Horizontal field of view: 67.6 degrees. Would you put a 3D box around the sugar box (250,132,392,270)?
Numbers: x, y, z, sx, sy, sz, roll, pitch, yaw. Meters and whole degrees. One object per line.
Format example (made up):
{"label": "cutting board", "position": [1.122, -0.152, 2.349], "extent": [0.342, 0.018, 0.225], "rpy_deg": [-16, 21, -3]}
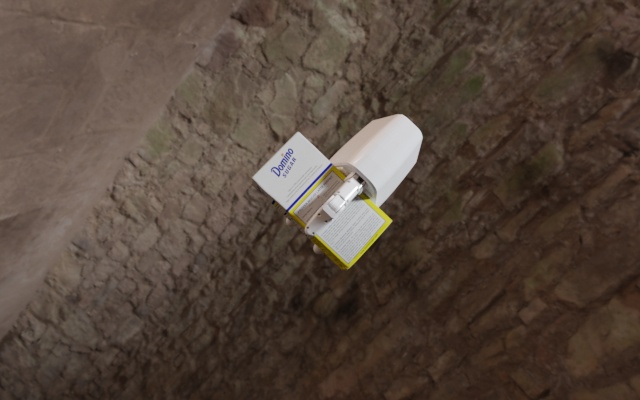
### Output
{"label": "sugar box", "position": [0.000, 0.002, 0.646], "extent": [0.176, 0.093, 0.048], "rpy_deg": [44, -13, 1]}
